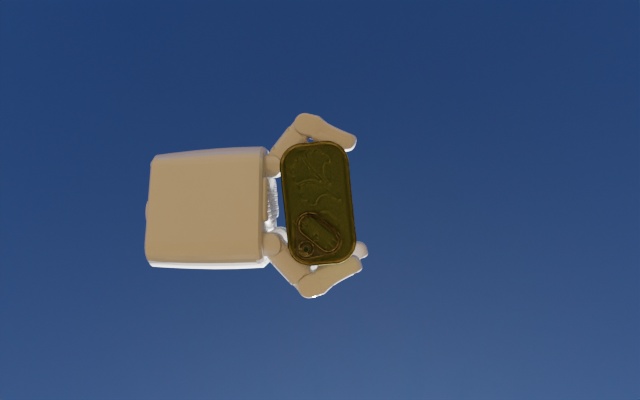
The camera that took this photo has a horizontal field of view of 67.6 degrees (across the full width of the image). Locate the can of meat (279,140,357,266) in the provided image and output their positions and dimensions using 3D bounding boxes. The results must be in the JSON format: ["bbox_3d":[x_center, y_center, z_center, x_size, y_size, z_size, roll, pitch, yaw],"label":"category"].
[{"bbox_3d":[0.000,0.001,0.432,0.057,0.102,0.084,-6,1,3],"label":"can of meat"}]
